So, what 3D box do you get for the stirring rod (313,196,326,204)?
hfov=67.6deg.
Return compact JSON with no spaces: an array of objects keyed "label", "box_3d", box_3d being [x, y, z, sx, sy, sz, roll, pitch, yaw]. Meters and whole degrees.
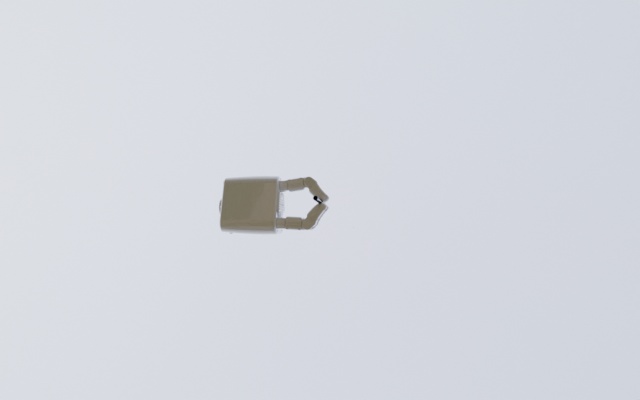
[{"label":"stirring rod","box_3d":[0.000,0.003,0.886,0.011,0.011,0.239,0,-3,4]}]
